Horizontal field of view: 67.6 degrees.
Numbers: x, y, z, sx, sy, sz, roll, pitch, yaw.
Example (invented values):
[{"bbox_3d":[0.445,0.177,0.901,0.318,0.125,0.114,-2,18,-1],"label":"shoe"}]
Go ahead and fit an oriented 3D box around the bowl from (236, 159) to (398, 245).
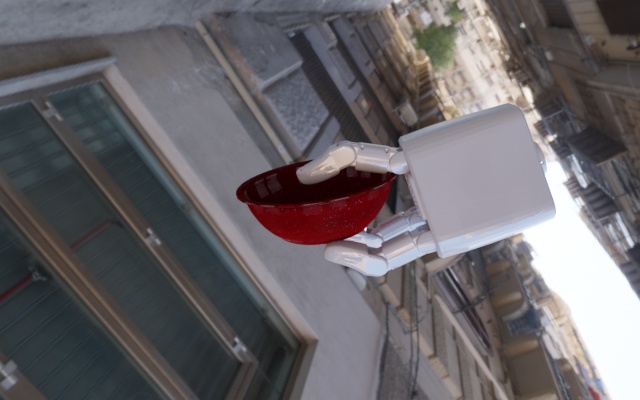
[{"bbox_3d":[-0.001,0.002,0.479,0.162,0.055,0.162,-8,18,3],"label":"bowl"}]
